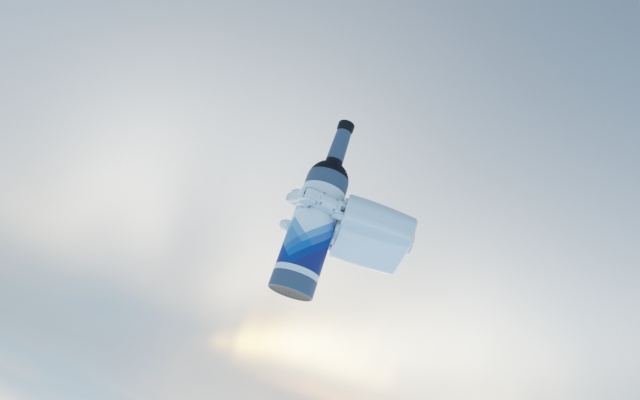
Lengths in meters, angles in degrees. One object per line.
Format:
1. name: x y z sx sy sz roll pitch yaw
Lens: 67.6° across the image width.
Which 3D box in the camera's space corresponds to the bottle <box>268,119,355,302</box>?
1. bottle: 0.000 0.003 0.728 0.069 0.295 0.069 16 -23 7
